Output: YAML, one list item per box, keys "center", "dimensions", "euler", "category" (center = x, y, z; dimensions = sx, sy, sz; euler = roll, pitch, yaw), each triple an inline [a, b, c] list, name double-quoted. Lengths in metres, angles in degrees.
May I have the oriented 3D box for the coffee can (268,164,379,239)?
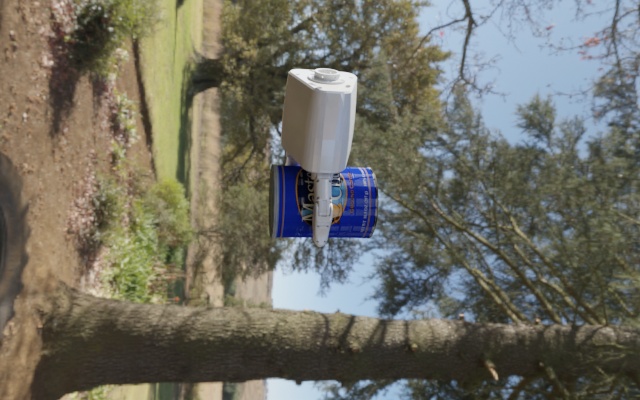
- center: [0.000, 0.002, 0.673]
  dimensions: [0.140, 0.103, 0.103]
  euler: [1, 0, -10]
  category: "coffee can"
